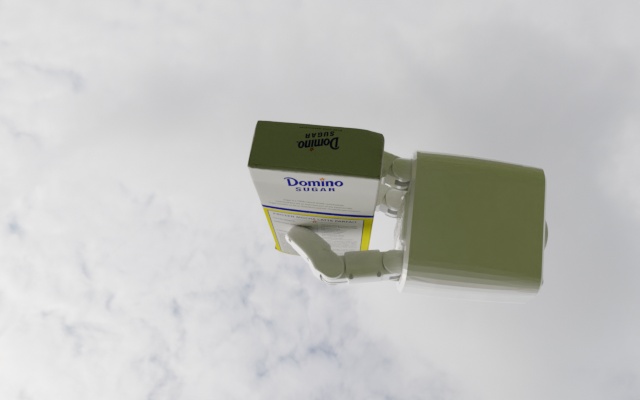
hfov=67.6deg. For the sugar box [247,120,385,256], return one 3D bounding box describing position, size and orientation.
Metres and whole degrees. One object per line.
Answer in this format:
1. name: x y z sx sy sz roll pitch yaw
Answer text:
1. sugar box: 0.000 0.001 0.402 0.093 0.048 0.176 6 -27 4
